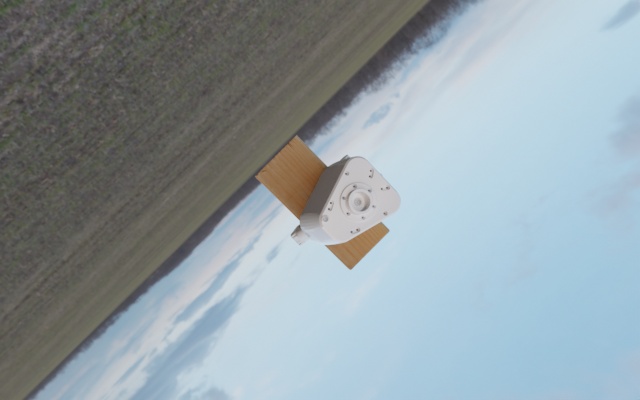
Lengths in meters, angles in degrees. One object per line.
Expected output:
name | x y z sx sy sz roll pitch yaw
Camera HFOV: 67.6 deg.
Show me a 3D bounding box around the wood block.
wood block | 0.000 0.003 0.766 0.091 0.206 0.090 -45 7 -3
